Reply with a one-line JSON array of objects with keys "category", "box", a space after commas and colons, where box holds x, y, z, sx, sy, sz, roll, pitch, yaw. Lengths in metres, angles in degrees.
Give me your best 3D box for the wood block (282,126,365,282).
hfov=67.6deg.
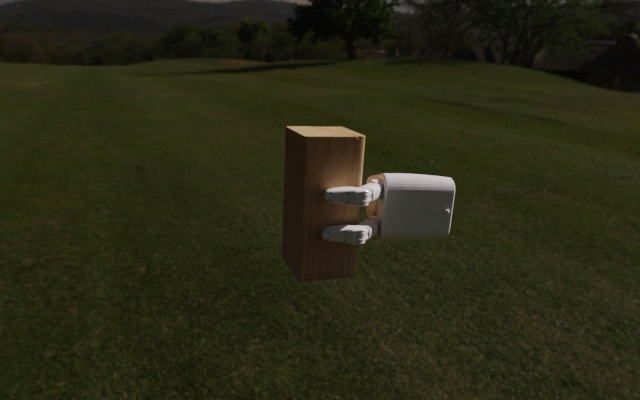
[{"category": "wood block", "box": [0.000, 0.002, 0.691, 0.090, 0.206, 0.090, -3, 18, -19]}]
